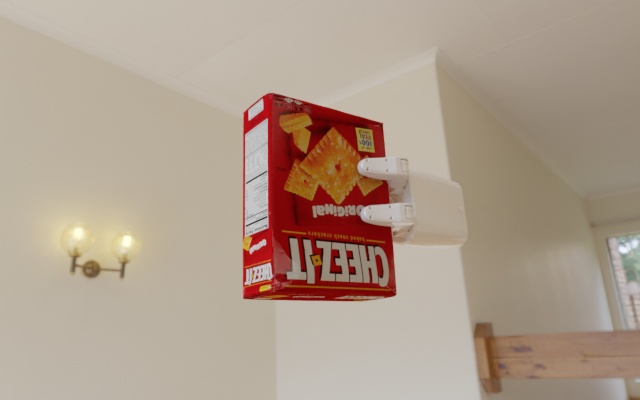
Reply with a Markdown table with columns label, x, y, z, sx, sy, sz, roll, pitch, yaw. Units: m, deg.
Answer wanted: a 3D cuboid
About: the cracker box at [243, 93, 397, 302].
| label | x | y | z | sx | sy | sz | roll | pitch | yaw |
| --- | --- | --- | --- | --- | --- | --- | --- | --- | --- |
| cracker box | 0.000 | 0.002 | 0.537 | 0.164 | 0.213 | 0.072 | 9 | -20 | -34 |
